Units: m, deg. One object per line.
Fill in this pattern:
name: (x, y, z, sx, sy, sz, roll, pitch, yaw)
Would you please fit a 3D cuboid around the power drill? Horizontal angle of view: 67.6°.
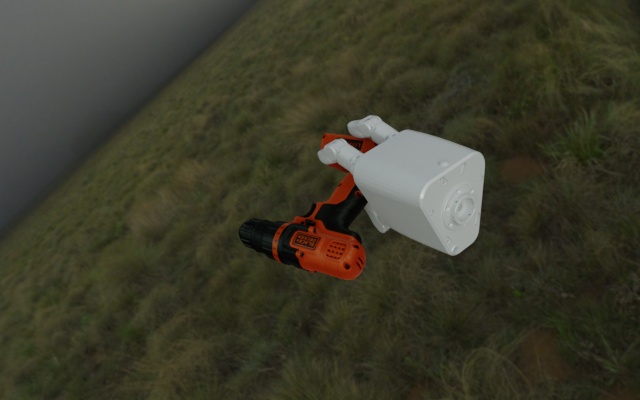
power drill: (0.000, 0.002, 0.620, 0.184, 0.187, 0.057, 13, -25, 32)
